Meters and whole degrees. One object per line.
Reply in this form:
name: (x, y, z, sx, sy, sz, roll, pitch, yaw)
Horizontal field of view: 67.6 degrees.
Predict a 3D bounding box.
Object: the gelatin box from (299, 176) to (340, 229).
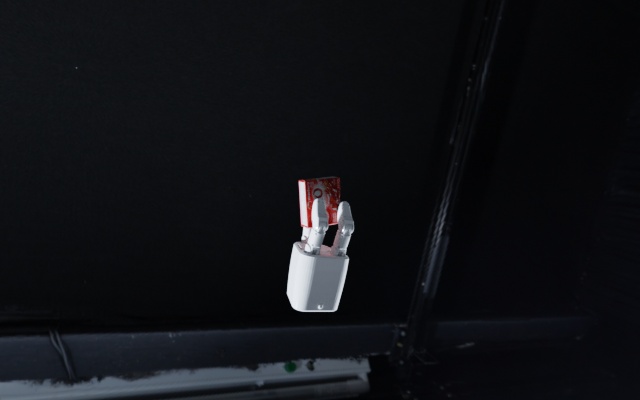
gelatin box: (0.000, 0.003, 0.886, 0.073, 0.089, 0.030, -7, 9, -27)
